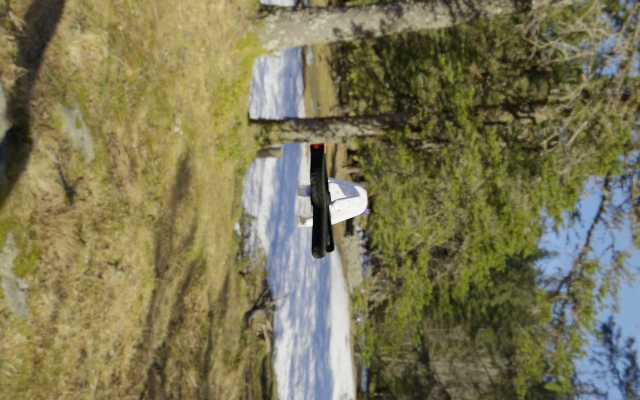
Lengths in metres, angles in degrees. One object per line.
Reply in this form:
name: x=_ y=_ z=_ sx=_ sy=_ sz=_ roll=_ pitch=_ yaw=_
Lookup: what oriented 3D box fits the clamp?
clamp: x=0.001 y=0.002 z=0.849 sx=0.036 sy=0.210 sz=0.164 roll=-4 pitch=4 yaw=6
